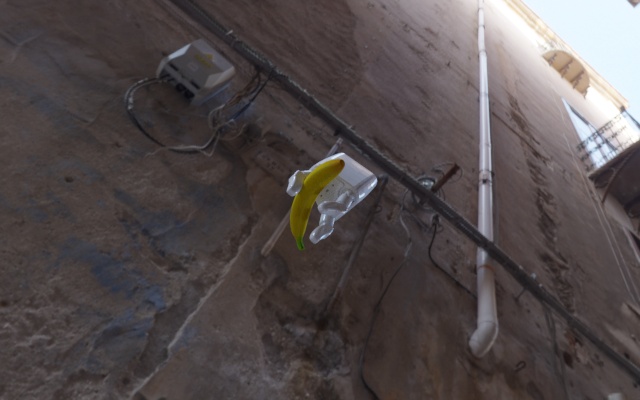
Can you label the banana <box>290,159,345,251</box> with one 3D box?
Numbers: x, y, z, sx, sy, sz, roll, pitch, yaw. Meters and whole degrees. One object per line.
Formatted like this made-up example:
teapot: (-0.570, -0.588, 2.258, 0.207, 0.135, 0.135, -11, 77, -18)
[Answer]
banana: (-0.014, -0.005, 0.877, 0.069, 0.198, 0.037, 39, 30, 27)
